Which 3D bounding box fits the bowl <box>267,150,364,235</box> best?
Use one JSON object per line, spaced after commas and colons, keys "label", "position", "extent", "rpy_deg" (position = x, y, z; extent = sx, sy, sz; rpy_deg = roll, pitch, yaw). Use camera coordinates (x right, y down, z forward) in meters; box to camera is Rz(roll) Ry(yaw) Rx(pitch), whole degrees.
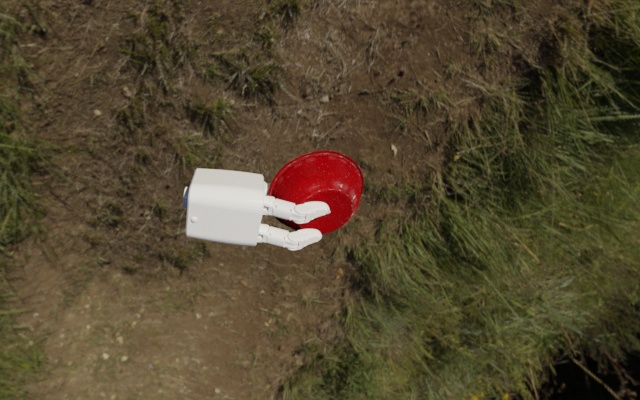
{"label": "bowl", "position": [0.002, 0.003, 0.757], "extent": [0.162, 0.162, 0.055], "rpy_deg": [0, 38, -19]}
